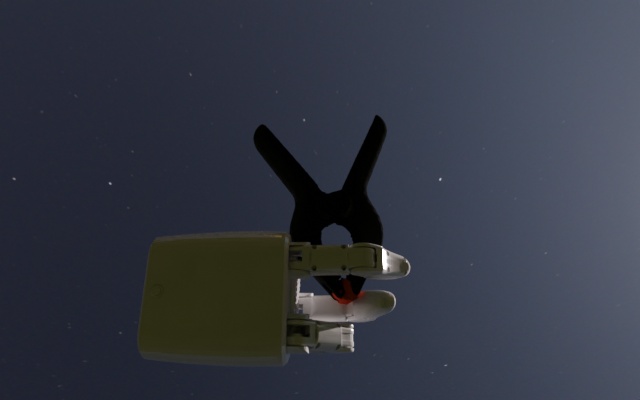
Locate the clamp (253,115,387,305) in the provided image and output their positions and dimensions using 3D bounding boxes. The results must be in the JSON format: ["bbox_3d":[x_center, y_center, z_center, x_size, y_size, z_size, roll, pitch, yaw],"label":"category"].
[{"bbox_3d":[0.000,0.002,0.412,0.120,0.171,0.039,0,-21,1],"label":"clamp"}]
